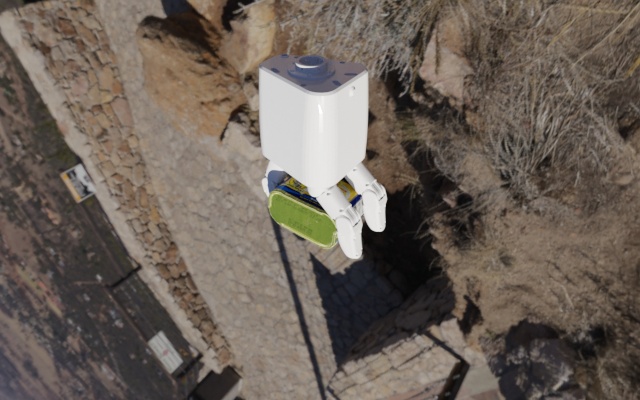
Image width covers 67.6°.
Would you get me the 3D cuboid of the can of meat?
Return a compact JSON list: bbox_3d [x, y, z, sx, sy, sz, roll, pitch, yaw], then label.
[{"bbox_3d":[0.000,0.002,0.574,0.102,0.057,0.084,25,43,23],"label":"can of meat"}]
